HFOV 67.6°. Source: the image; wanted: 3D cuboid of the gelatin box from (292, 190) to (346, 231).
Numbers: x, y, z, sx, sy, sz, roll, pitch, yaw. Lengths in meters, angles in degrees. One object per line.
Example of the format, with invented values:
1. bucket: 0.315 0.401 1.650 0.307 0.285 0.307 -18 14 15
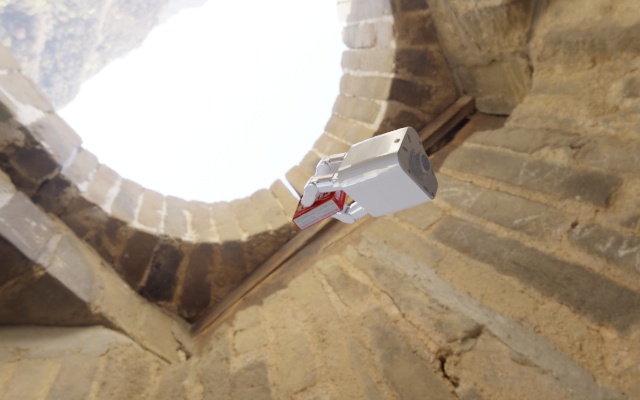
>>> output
1. gelatin box: 0.000 0.003 0.794 0.089 0.030 0.073 -29 24 28
